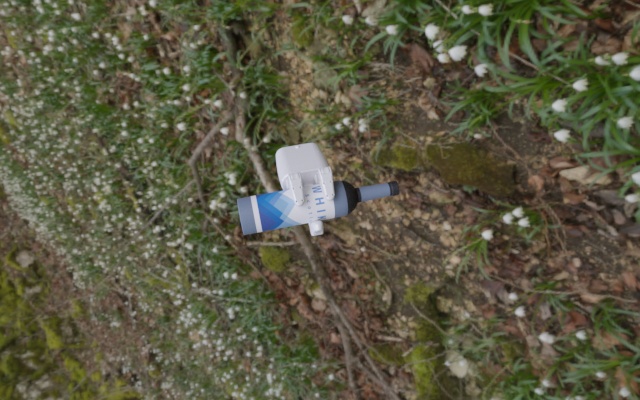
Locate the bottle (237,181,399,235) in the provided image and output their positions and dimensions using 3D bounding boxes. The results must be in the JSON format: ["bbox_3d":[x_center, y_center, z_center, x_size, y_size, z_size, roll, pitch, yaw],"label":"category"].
[{"bbox_3d":[0.000,0.003,0.876,0.296,0.069,0.069,-11,1,-7],"label":"bottle"}]
